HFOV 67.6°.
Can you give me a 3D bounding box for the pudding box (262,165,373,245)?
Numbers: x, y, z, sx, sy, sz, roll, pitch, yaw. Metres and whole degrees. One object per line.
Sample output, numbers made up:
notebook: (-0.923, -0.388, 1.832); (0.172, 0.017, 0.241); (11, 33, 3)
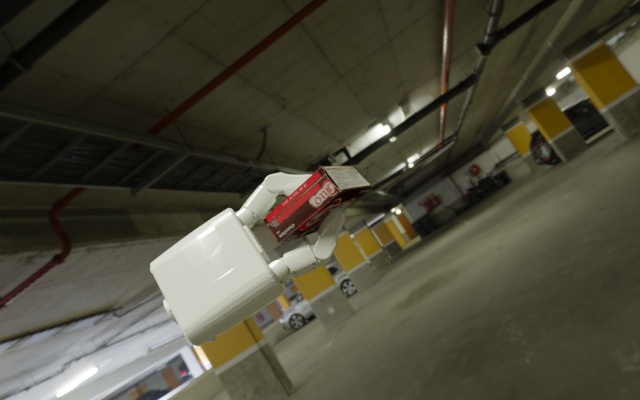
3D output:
pudding box: (0.000, 0.002, 0.528); (0.090, 0.039, 0.113); (-40, -8, 20)
